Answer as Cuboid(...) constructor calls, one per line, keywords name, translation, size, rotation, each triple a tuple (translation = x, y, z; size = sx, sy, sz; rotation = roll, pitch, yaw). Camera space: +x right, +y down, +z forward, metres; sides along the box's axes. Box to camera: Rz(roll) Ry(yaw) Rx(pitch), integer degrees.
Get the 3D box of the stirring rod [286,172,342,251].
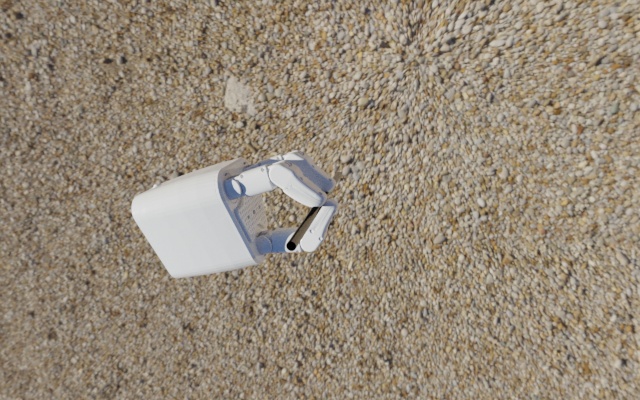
Cuboid(name="stirring rod", translation=(0.000, 0.002, 0.479), size=(0.011, 0.011, 0.239), rotation=(0, 16, 11))
